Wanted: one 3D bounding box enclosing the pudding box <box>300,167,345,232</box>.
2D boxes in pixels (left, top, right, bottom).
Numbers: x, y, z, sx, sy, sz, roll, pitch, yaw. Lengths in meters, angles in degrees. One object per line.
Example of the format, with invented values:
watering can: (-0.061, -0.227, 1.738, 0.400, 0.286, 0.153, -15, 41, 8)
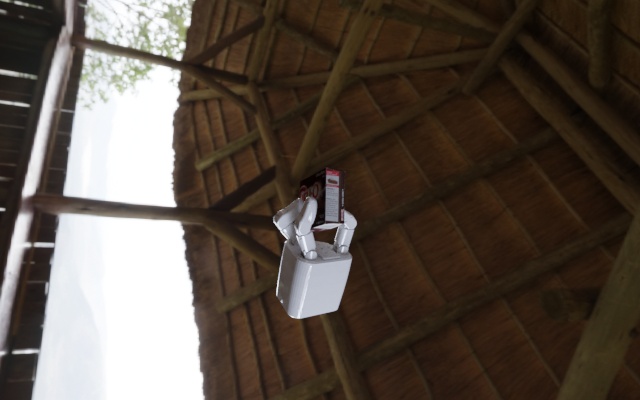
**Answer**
pudding box: (0.000, 0.003, 0.781, 0.039, 0.090, 0.113, 5, -12, -25)
